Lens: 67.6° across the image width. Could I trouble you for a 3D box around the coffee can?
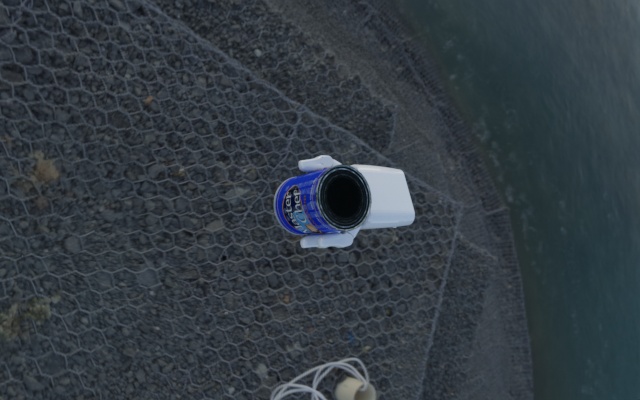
[{"bbox_3d":[0.000,0.002,0.778,0.103,0.103,0.140,0,-6,-32],"label":"coffee can"}]
